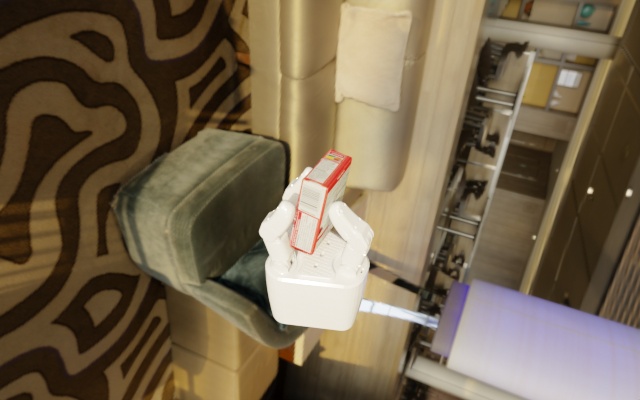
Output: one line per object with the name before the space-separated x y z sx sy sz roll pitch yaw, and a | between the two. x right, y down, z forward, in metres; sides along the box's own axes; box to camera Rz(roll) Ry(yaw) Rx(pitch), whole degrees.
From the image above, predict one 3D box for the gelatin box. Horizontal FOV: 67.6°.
gelatin box | 0.001 0.002 0.499 0.030 0.089 0.073 22 36 13
